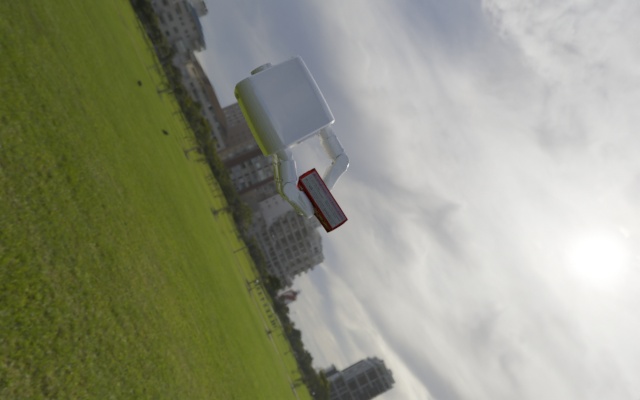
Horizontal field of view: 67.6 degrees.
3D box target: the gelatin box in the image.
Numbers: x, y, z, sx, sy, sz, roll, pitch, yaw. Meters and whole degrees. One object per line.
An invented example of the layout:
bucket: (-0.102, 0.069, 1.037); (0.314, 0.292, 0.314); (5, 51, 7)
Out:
gelatin box: (0.001, 0.002, 0.689); (0.030, 0.089, 0.073); (-33, -3, -8)
